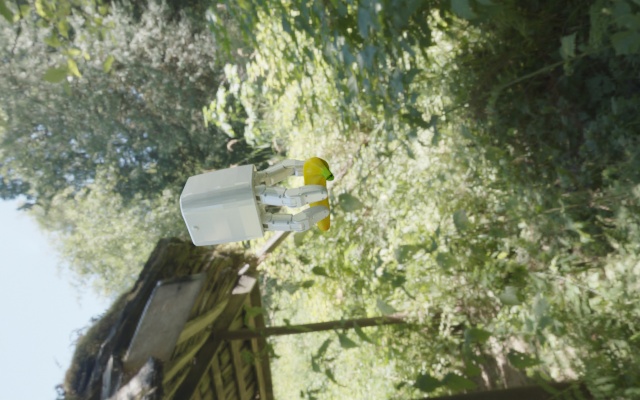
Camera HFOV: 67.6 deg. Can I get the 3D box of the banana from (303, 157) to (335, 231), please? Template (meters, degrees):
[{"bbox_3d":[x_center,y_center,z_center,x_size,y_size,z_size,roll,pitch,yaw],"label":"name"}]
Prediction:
[{"bbox_3d":[-0.004,-0.015,0.745,0.037,0.069,0.198,-12,-24,-5],"label":"banana"}]
